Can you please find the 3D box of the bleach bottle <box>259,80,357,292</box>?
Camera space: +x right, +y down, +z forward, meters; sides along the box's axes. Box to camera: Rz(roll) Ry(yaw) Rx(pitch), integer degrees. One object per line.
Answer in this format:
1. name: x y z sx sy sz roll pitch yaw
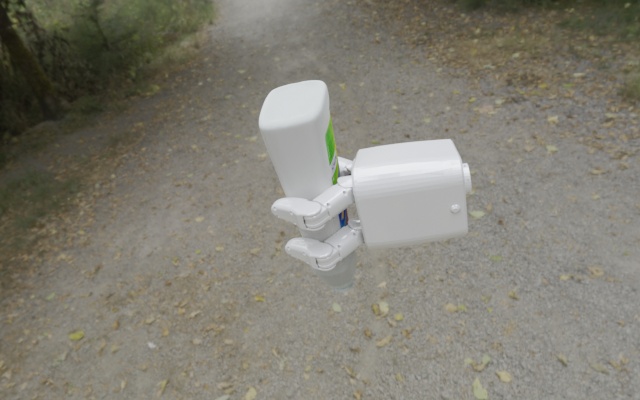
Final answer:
1. bleach bottle: 0.000 0.002 0.540 0.068 0.251 0.102 -8 35 11
